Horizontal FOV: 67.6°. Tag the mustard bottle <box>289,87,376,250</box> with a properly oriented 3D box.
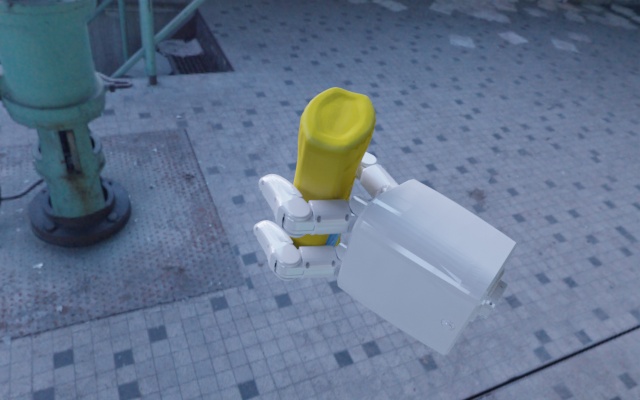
[{"bbox_3d":[0.000,0.001,0.438,0.058,0.192,0.096,16,42,3],"label":"mustard bottle"}]
